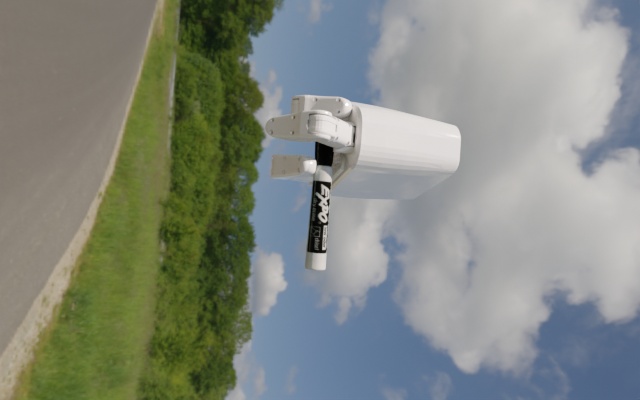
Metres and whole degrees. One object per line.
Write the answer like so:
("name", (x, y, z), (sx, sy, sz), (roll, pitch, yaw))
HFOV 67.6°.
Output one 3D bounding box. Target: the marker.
("marker", (0.000, 0.001, 0.429), (0.020, 0.121, 0.020), (5, 0, 0))
